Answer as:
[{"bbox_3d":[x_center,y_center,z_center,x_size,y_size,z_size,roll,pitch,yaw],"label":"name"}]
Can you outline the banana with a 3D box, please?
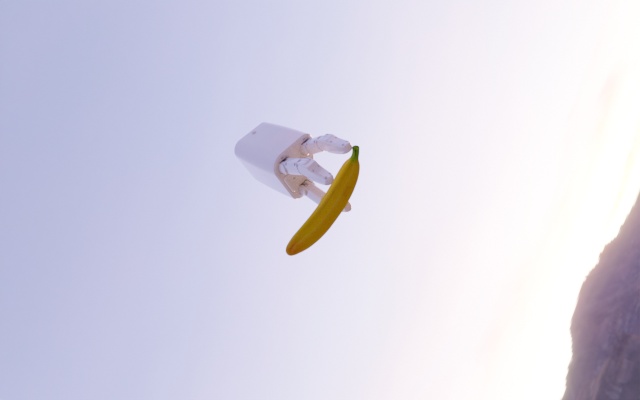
[{"bbox_3d":[0.010,0.007,0.751,0.037,0.198,0.070,26,-9,34],"label":"banana"}]
